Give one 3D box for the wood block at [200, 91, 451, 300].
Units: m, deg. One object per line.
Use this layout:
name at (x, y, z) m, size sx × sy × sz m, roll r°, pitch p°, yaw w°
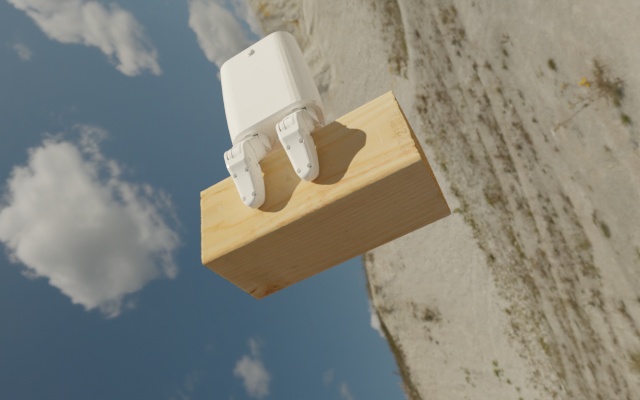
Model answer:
wood block at (0.000, 0.001, 0.444) m, size 0.206 × 0.090 × 0.091 m, roll -26°, pitch -41°, yaw 16°
